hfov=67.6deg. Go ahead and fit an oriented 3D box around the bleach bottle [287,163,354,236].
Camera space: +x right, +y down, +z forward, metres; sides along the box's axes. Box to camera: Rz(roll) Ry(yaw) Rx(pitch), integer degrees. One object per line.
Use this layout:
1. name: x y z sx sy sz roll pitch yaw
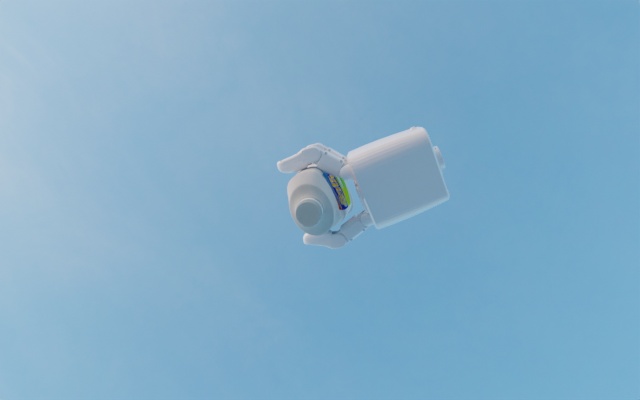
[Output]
1. bleach bottle: 0.000 0.002 0.649 0.068 0.102 0.251 -22 7 8
